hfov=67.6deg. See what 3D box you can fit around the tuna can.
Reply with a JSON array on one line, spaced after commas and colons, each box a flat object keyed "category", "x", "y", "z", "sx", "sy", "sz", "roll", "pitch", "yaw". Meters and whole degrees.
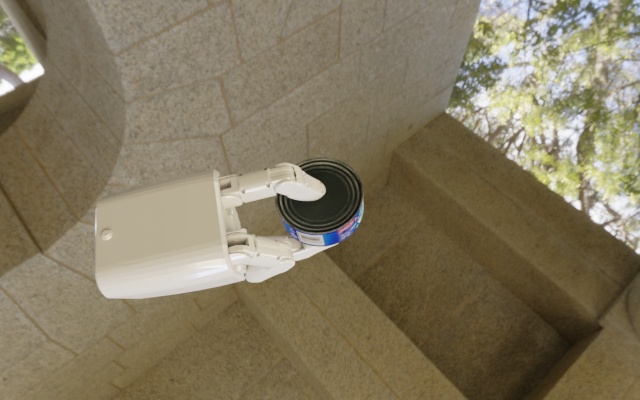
[{"category": "tuna can", "x": 0.000, "y": 0.002, "z": 0.471, "sx": 0.086, "sy": 0.086, "sz": 0.034, "roll": 0, "pitch": -30, "yaw": 7}]
